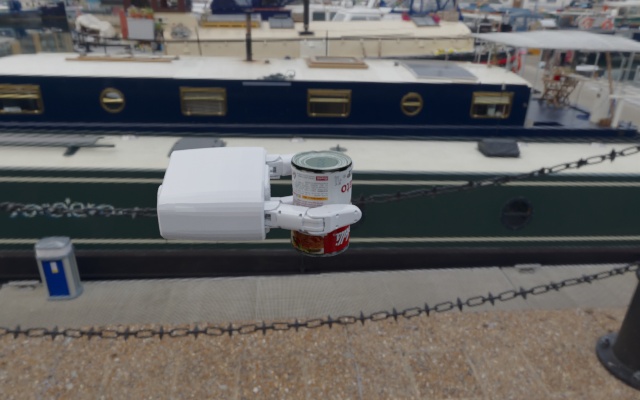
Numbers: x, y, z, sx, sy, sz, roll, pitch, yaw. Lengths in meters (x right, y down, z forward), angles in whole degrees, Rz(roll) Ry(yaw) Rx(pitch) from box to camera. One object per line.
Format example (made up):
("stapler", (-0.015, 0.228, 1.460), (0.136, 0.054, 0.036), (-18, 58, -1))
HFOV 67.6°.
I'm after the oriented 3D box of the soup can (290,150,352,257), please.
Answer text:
("soup can", (0.001, 0.002, 0.531), (0.068, 0.102, 0.068), (1, 24, 0))
